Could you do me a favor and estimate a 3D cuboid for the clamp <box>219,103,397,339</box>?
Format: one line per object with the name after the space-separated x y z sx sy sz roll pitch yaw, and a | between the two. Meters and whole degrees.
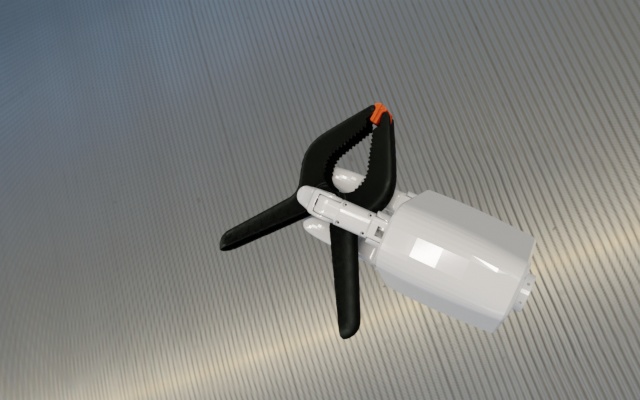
0.000 0.001 0.455 0.164 0.210 0.036 24 3 20 | clamp
